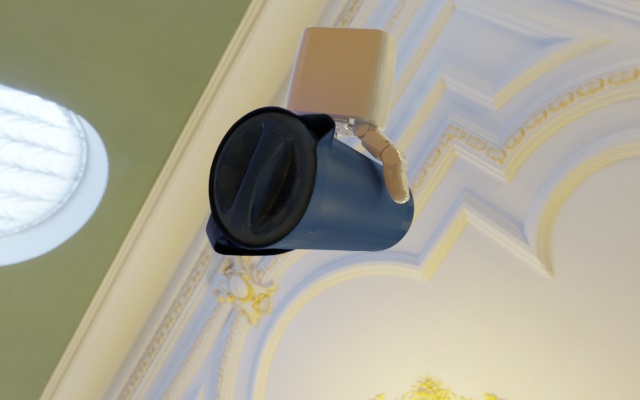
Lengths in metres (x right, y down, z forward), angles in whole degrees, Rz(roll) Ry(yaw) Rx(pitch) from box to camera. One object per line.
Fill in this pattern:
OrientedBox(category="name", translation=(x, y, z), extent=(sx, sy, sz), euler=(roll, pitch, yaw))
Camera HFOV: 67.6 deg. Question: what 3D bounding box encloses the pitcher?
OrientedBox(category="pitcher", translation=(0.000, 0.002, 0.531), extent=(0.149, 0.145, 0.243), euler=(5, -6, 36))
